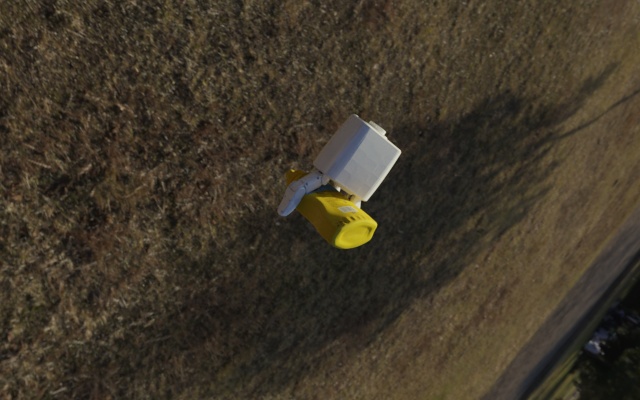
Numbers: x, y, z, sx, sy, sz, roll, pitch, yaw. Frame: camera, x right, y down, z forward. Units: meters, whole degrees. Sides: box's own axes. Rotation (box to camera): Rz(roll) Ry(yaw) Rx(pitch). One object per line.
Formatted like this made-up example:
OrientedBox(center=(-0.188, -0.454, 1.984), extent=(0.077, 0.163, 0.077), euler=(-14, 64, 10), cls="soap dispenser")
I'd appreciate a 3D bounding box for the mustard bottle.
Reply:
OrientedBox(center=(0.000, 0.003, 0.802), extent=(0.096, 0.058, 0.191), euler=(-5, 37, -42), cls="mustard bottle")
